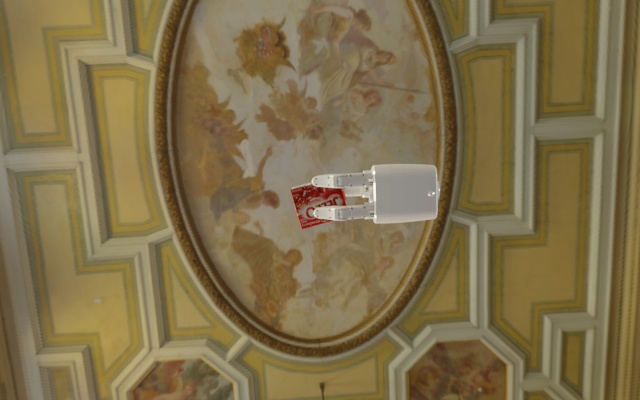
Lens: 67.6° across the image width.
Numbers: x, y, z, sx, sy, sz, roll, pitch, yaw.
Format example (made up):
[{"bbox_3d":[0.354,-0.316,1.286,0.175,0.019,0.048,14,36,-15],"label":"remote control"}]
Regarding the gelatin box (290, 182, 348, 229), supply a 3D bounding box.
[{"bbox_3d":[0.000,0.003,0.831,0.089,0.073,0.030,-15,8,9],"label":"gelatin box"}]
